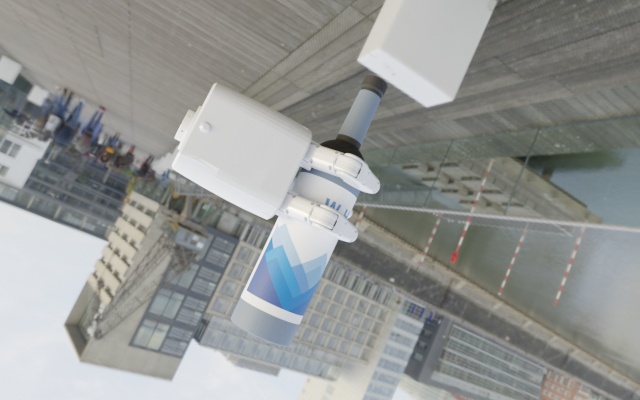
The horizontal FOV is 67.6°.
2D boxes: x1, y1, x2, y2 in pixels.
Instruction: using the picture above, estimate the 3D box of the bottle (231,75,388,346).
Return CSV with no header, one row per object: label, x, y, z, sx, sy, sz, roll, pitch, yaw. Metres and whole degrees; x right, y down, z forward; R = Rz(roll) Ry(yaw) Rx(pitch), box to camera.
bottle,0.000,0.002,0.505,0.069,0.295,0.069,24,-8,3
